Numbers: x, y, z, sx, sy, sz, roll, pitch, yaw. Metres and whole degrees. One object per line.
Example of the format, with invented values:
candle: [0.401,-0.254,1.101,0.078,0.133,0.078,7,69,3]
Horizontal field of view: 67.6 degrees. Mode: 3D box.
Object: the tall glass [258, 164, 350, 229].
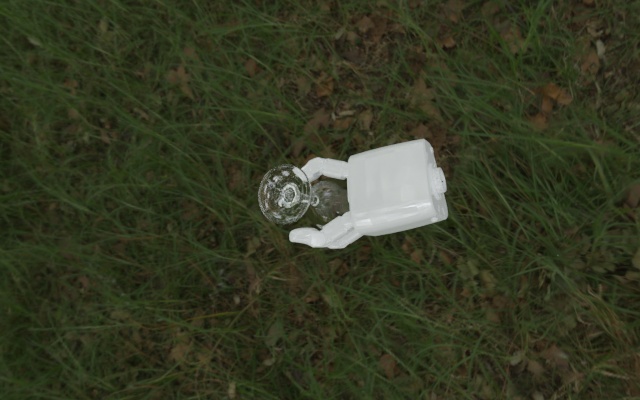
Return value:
tall glass: [0.000,0.002,0.667,0.079,0.079,0.201,0,-6,26]
